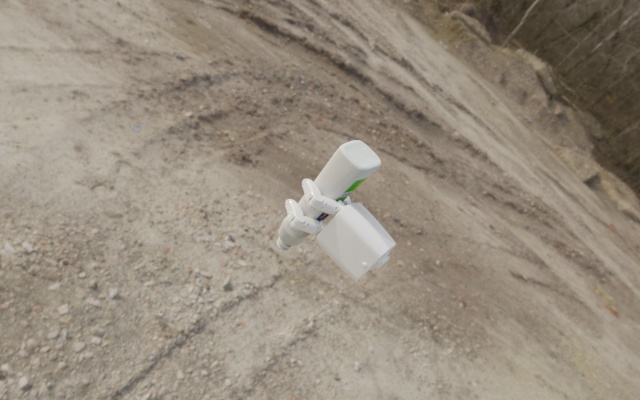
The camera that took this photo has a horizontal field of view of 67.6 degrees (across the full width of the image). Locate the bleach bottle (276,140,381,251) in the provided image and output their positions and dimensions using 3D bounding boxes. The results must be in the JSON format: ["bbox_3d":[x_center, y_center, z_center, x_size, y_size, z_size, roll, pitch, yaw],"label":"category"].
[{"bbox_3d":[0.000,0.003,0.882,0.251,0.068,0.102,-49,-13,30],"label":"bleach bottle"}]
